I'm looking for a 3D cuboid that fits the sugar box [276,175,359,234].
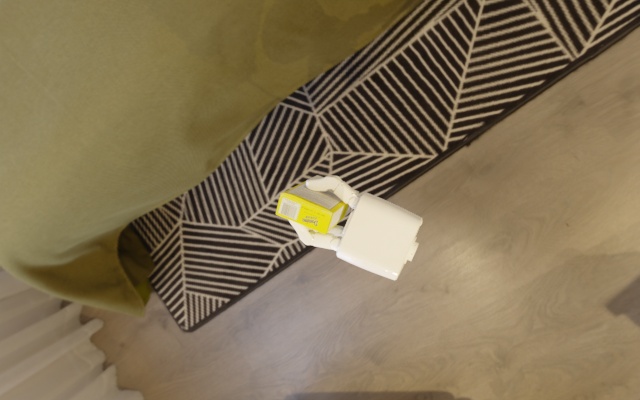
[{"bbox_3d":[0.000,0.003,0.837,0.093,0.048,0.176,22,16,14],"label":"sugar box"}]
